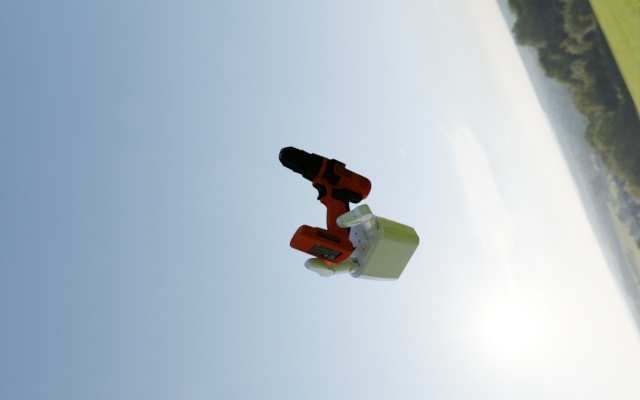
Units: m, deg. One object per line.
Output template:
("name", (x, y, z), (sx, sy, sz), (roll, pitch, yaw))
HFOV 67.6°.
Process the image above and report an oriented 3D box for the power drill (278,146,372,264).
("power drill", (0.000, 0.003, 0.831), (0.184, 0.187, 0.057), (21, -36, -16))
